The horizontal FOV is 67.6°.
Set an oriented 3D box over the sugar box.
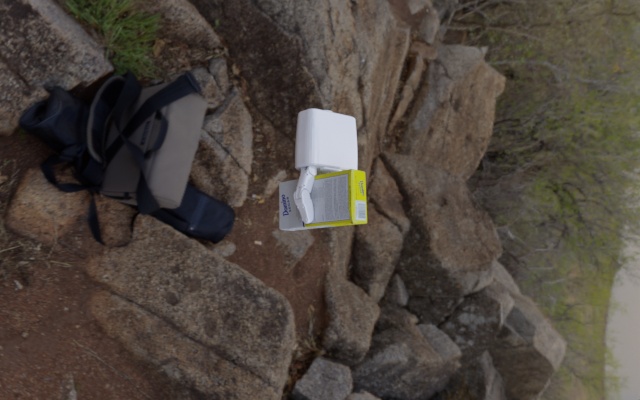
[{"bbox_3d":[0.001,0.003,0.861,0.176,0.093,0.048,-8,-10,43],"label":"sugar box"}]
